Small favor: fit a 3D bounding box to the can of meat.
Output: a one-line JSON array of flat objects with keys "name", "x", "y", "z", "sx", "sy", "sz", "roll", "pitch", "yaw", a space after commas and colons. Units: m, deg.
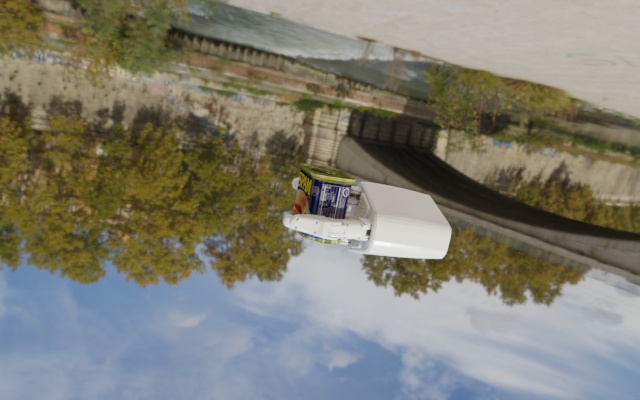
[{"name": "can of meat", "x": 0.000, "y": 0.002, "z": 0.618, "sx": 0.057, "sy": 0.084, "sz": 0.102, "roll": 8, "pitch": 11, "yaw": -16}]
